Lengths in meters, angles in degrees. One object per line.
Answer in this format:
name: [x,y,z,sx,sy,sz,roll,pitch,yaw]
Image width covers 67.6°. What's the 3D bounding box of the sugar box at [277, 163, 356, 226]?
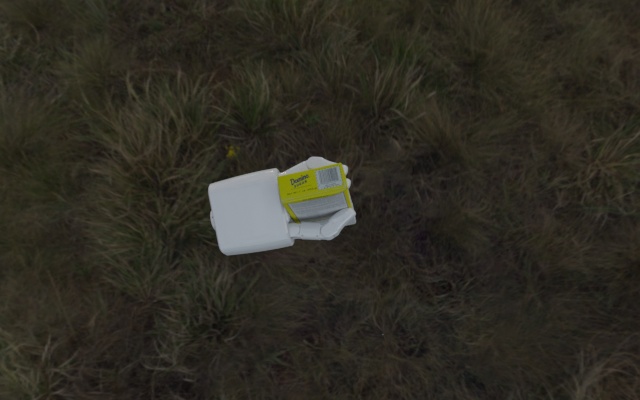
sugar box: [0.000,0.002,0.720,0.093,0.048,0.176,-11,-17,4]
